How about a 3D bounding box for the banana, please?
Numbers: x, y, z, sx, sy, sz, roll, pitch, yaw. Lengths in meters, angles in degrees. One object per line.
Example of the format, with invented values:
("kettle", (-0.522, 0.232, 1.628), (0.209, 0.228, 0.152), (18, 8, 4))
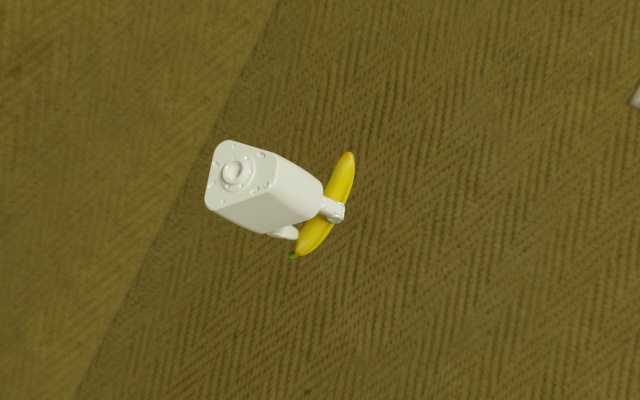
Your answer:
("banana", (0.007, 0.009, 0.747), (0.037, 0.198, 0.069), (33, -4, -29))
